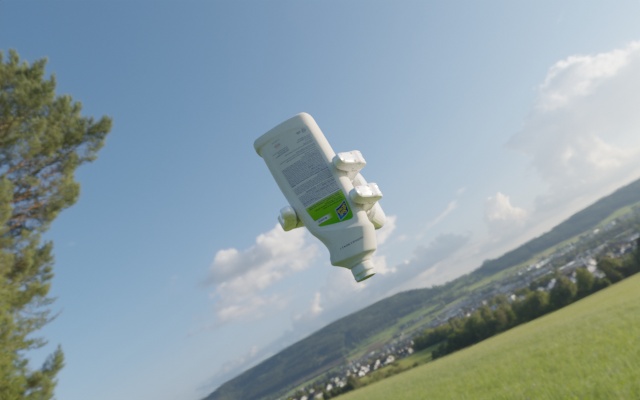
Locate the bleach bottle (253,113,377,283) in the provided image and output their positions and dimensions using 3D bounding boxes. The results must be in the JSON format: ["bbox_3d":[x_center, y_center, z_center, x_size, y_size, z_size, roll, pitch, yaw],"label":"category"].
[{"bbox_3d":[0.000,0.002,0.681,0.102,0.250,0.068,-30,-18,9],"label":"bleach bottle"}]
